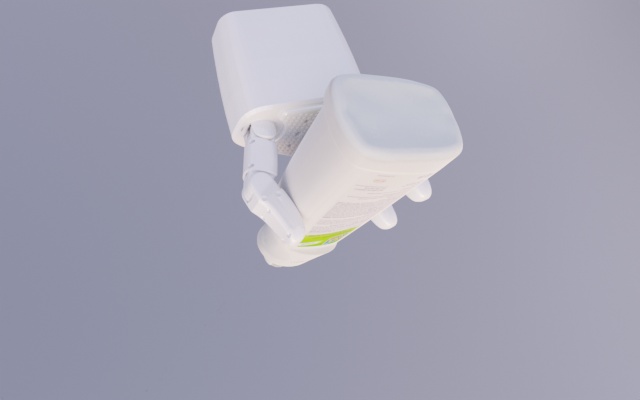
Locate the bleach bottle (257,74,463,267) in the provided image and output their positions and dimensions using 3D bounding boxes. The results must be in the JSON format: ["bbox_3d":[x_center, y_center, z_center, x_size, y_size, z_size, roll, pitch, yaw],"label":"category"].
[{"bbox_3d":[0.000,0.001,0.403,0.102,0.068,0.251,-3,-25,-30],"label":"bleach bottle"}]
